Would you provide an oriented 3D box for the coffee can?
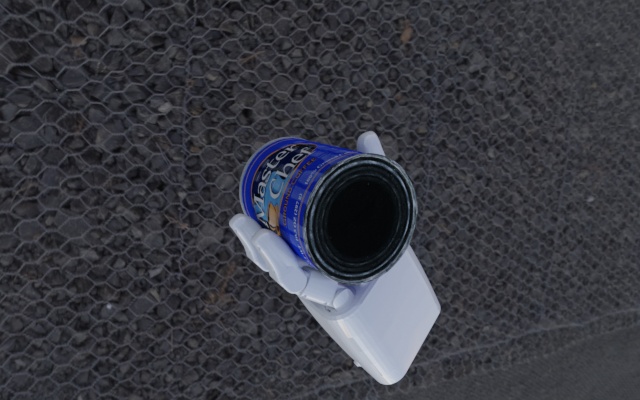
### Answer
[{"bbox_3d":[0.000,0.001,0.419,0.103,0.103,0.140,0,12,-29],"label":"coffee can"}]
